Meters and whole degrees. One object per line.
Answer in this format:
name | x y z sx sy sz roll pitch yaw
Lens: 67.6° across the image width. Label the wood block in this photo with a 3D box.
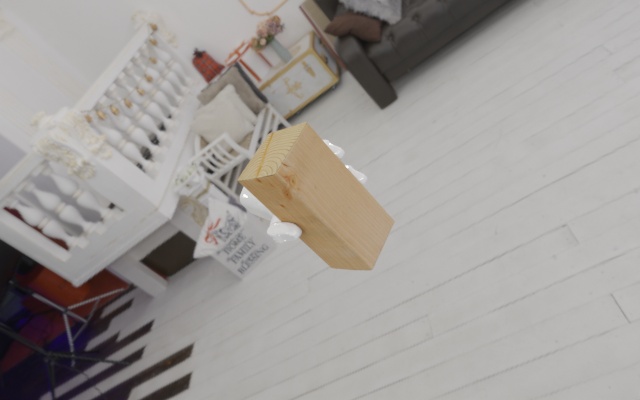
wood block | 0.000 0.002 0.664 0.090 0.090 0.206 -6 -43 49
